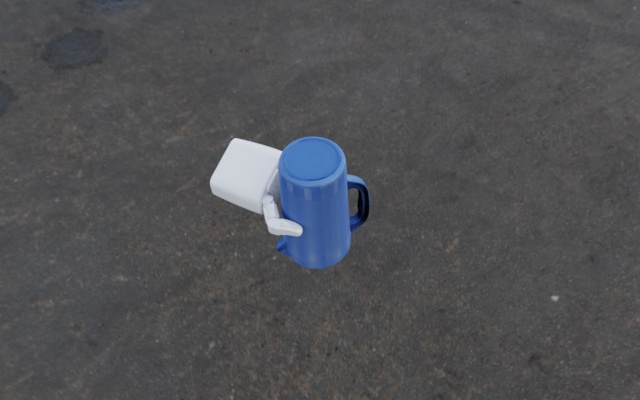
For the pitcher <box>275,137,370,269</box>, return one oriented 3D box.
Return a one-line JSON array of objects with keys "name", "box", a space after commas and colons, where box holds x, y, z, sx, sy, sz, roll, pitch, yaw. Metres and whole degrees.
[{"name": "pitcher", "box": [0.000, 0.003, 0.847, 0.145, 0.149, 0.243, 20, -34, 16]}]
